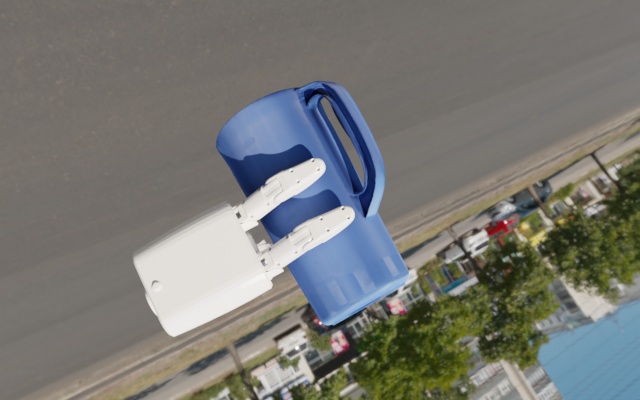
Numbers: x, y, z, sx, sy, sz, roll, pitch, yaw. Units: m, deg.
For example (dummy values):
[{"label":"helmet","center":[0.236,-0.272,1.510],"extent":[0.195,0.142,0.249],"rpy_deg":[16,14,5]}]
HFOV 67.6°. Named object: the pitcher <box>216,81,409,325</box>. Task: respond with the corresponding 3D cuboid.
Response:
[{"label":"pitcher","center":[0.000,0.002,0.524],"extent":[0.145,0.242,0.149],"rpy_deg":[-28,-14,-9]}]
